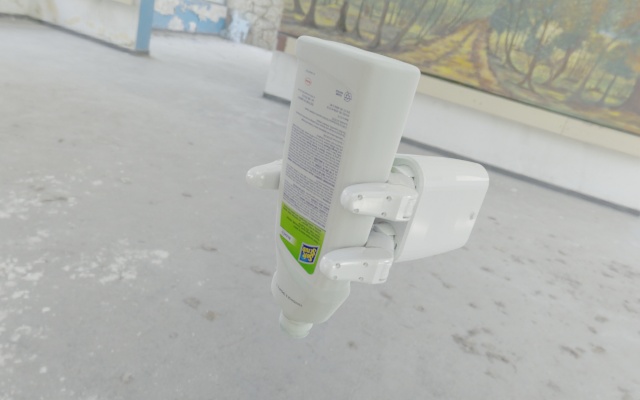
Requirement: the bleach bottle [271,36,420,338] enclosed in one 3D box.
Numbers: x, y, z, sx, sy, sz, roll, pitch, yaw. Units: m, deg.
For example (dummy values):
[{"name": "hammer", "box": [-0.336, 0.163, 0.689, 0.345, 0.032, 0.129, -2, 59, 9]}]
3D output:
[{"name": "bleach bottle", "box": [0.000, 0.001, 0.402, 0.068, 0.251, 0.102, -3, 27, -39]}]
